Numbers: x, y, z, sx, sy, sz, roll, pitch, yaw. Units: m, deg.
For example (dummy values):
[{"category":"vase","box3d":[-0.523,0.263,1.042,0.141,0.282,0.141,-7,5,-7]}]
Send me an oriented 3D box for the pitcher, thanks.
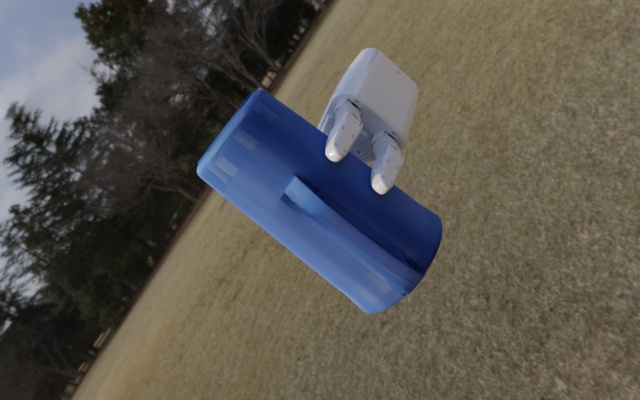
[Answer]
[{"category":"pitcher","box3d":[0.000,0.001,0.491,0.243,0.145,0.149,37,-39,-14]}]
